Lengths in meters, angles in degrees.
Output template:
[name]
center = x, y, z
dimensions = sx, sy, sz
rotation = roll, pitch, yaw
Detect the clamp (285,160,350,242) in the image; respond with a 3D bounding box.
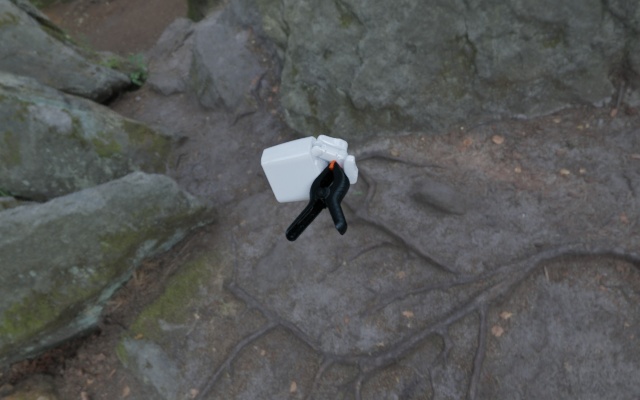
[clamp]
center = 0.000, 0.002, 0.844
dimensions = 0.120, 0.171, 0.039
rotation = -12, -48, 24
